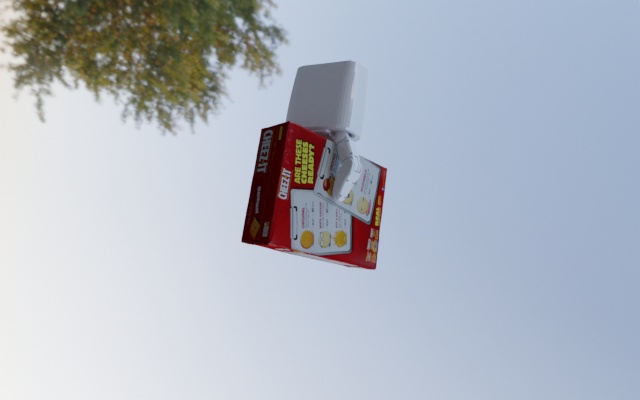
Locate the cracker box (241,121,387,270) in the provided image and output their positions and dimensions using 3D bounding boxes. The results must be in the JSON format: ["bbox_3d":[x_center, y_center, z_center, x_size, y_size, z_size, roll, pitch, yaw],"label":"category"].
[{"bbox_3d":[0.000,0.002,0.688,0.072,0.164,0.214,-4,-17,45],"label":"cracker box"}]
